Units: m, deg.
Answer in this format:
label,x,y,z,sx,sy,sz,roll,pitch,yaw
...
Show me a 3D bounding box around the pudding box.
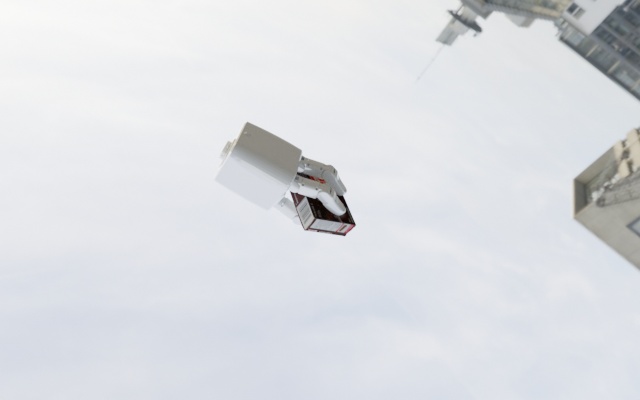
label,x,y,z,sx,sy,sz,roll,pitch,yaw
pudding box,0.000,0.003,0.803,0.090,0.113,0.039,10,-44,-37
